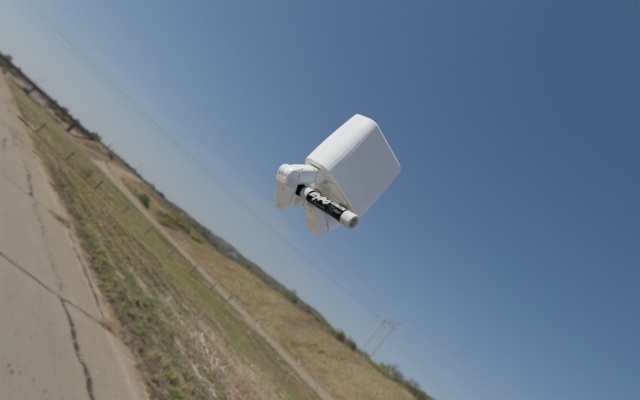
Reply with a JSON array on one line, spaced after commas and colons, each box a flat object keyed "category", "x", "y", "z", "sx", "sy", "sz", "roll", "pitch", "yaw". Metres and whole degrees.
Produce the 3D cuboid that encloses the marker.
[{"category": "marker", "x": 0.000, "y": 0.002, "z": 0.616, "sx": 0.020, "sy": 0.020, "sz": 0.121, "roll": 0, "pitch": 24, "yaw": -47}]
